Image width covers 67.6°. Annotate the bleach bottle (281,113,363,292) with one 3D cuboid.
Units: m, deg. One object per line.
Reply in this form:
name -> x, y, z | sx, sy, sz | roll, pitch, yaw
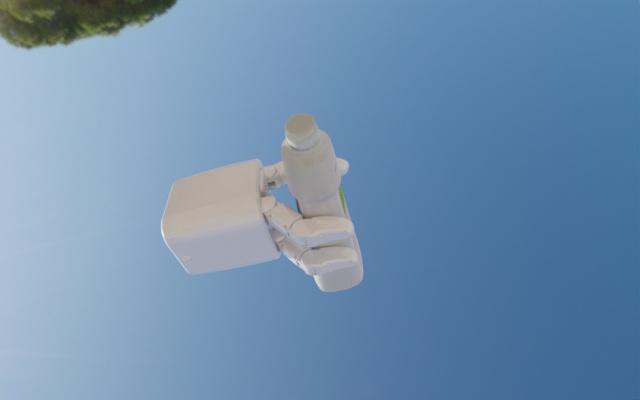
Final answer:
bleach bottle -> 0.000, 0.002, 0.533 | 0.068, 0.102, 0.251 | -14, -40, 0
